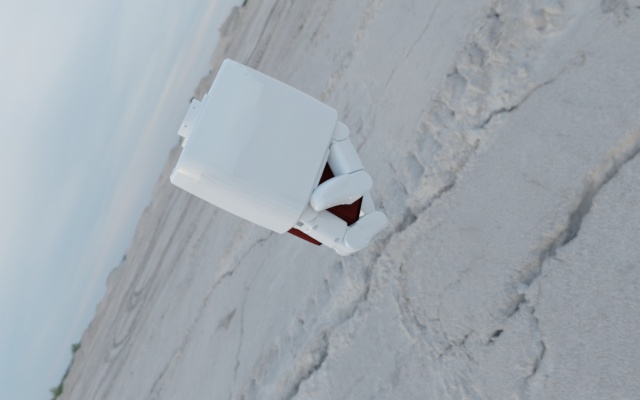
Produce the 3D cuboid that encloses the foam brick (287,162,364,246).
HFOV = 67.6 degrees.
[{"bbox_3d":[0.000,0.002,0.459,0.051,0.053,0.078,24,-31,-18],"label":"foam brick"}]
